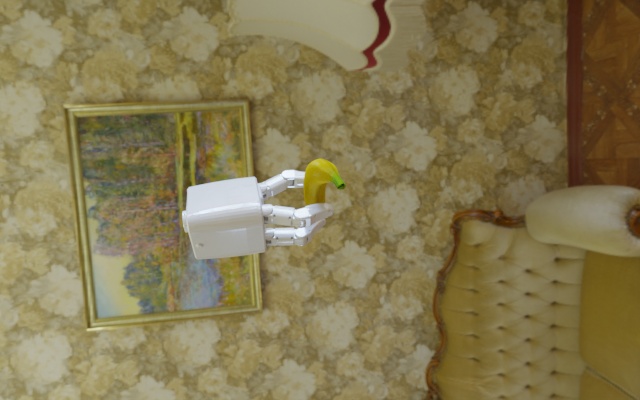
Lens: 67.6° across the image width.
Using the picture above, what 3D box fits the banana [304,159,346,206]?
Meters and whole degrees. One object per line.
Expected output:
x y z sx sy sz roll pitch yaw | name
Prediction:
-0.004 -0.016 0.725 0.037 0.069 0.198 -10 -16 -11 | banana
